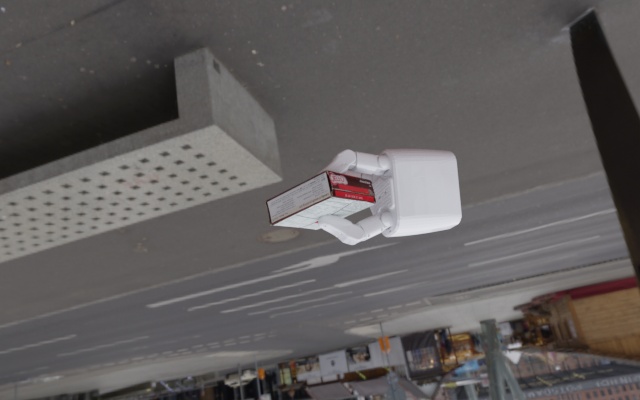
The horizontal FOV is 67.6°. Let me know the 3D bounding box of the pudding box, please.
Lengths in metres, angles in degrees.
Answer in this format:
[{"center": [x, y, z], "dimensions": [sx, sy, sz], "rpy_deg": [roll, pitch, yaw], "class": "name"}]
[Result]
[{"center": [0.000, 0.002, 0.612], "dimensions": [0.113, 0.039, 0.090], "rpy_deg": [-27, -24, 36], "class": "pudding box"}]
